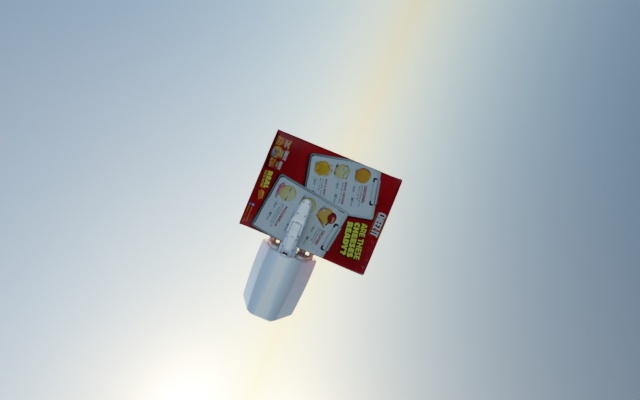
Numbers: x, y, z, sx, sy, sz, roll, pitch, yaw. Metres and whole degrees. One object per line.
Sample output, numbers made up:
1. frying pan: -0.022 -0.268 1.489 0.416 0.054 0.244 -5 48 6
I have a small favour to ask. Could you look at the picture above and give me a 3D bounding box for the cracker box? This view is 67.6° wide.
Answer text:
1. cracker box: 0.000 0.002 0.775 0.213 0.164 0.072 22 1 1
